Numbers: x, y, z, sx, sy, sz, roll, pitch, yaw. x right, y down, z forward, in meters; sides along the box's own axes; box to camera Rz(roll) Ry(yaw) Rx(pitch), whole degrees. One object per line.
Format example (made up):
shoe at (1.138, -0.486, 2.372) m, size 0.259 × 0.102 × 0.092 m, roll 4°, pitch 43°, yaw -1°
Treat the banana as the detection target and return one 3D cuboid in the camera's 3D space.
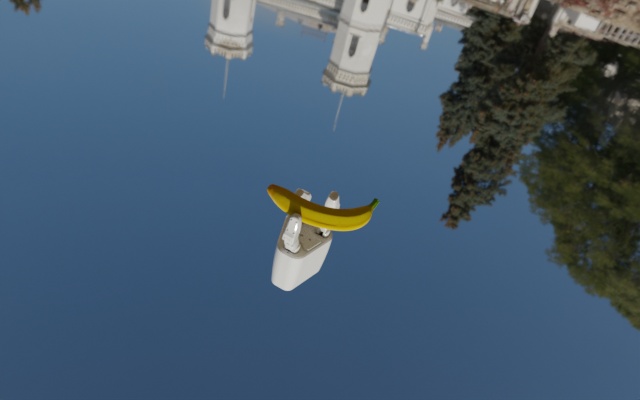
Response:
banana at (0.003, 0.017, 0.820) m, size 0.198 × 0.069 × 0.037 m, roll 9°, pitch -44°, yaw -5°
